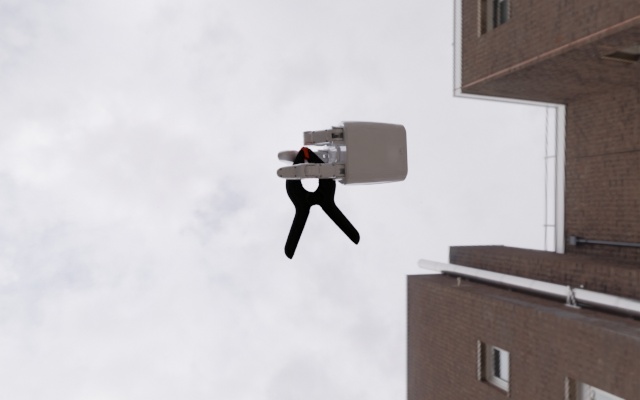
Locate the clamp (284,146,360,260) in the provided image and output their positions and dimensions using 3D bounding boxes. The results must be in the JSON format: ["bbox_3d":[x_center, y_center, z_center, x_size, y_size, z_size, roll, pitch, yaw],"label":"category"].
[{"bbox_3d":[0.000,0.002,0.740,0.120,0.171,0.039,-2,0,-18],"label":"clamp"}]
